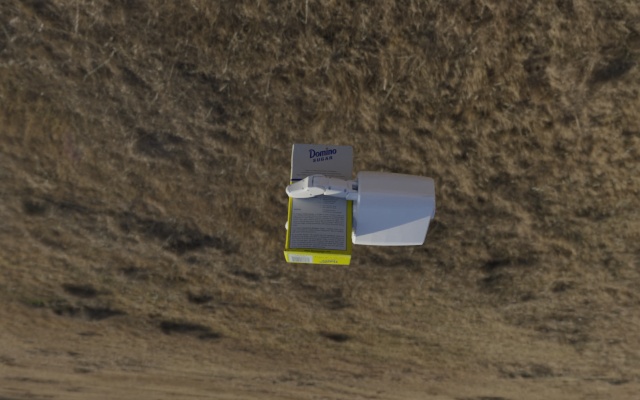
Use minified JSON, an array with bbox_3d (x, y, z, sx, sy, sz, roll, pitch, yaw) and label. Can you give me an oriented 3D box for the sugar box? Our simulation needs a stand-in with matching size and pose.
[{"bbox_3d":[0.000,0.003,0.698,0.093,0.176,0.048,3,-28,1],"label":"sugar box"}]
